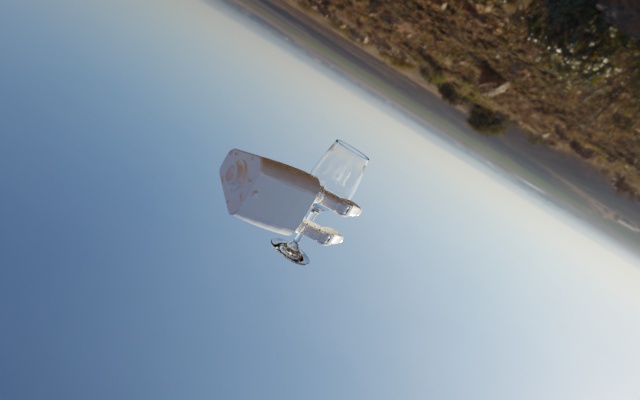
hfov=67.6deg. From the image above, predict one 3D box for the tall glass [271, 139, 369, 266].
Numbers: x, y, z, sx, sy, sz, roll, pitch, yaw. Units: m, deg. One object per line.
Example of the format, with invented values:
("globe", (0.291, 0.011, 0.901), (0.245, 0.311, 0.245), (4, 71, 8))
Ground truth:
("tall glass", (0.000, 0.003, 0.771), (0.079, 0.201, 0.079), (30, 13, -7))
